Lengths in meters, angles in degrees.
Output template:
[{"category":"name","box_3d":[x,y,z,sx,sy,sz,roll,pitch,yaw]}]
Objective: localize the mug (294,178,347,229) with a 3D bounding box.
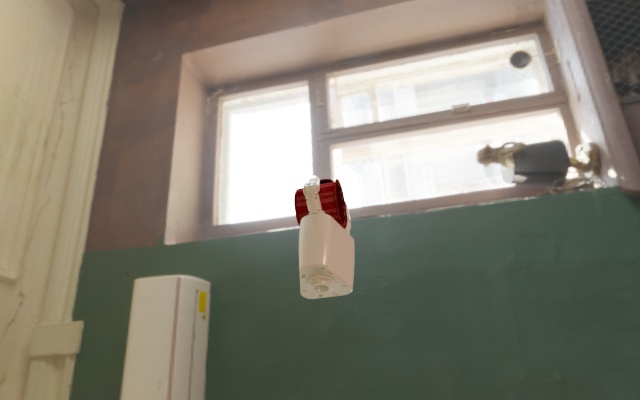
[{"category":"mug","box_3d":[0.000,0.002,0.892,0.081,0.117,0.093,-9,-44,12]}]
